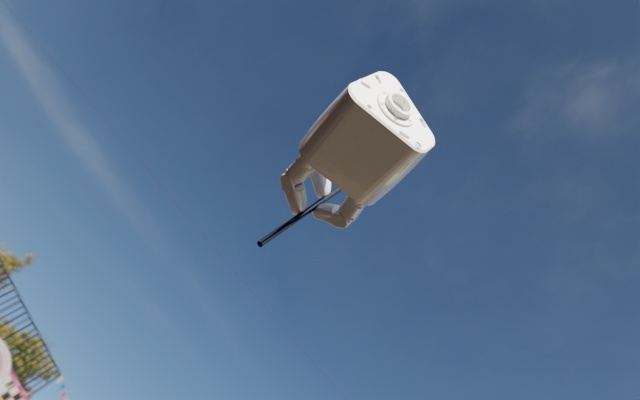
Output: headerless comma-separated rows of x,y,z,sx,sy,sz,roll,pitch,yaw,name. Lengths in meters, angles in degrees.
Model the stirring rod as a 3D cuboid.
0.000,0.002,0.633,0.011,0.011,0.239,0,24,39,stirring rod
